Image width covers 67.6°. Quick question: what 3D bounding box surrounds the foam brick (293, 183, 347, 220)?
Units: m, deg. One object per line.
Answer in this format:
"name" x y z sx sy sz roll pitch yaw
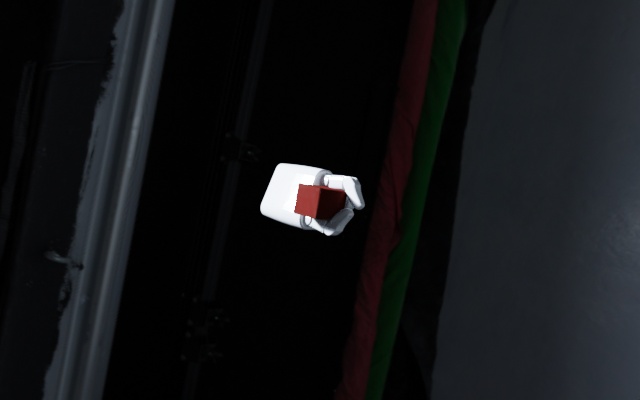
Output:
"foam brick" 0.000 0.003 0.810 0.051 0.053 0.078 15 5 37
